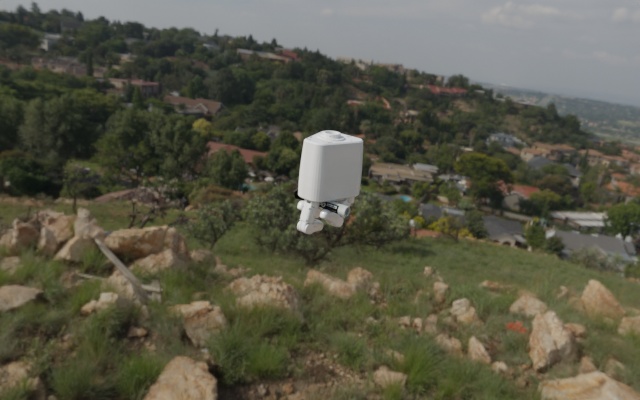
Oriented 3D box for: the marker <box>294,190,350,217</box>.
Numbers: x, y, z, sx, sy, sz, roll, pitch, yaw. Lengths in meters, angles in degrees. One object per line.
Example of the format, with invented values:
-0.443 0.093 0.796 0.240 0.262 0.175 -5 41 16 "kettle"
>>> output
0.000 0.003 0.868 0.121 0.020 0.020 20 11 34 "marker"
